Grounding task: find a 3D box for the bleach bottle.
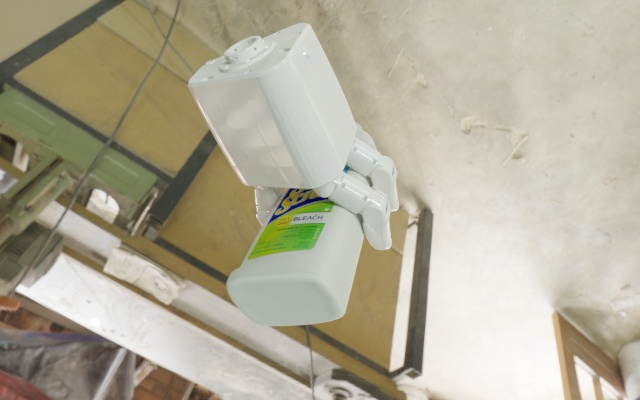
[{"bbox_3d":[0.000,0.002,0.476,0.102,0.068,0.250,-10,37,25],"label":"bleach bottle"}]
